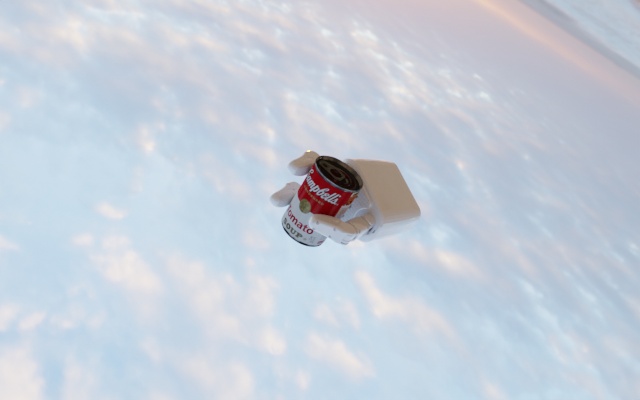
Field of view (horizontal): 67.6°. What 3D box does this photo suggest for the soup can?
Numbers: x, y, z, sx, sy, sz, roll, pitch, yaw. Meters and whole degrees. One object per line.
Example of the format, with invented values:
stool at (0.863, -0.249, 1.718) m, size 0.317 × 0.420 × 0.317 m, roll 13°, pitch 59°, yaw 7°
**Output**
soup can at (0.000, 0.002, 0.617) m, size 0.068 × 0.102 × 0.068 m, roll 24°, pitch 31°, yaw -15°
